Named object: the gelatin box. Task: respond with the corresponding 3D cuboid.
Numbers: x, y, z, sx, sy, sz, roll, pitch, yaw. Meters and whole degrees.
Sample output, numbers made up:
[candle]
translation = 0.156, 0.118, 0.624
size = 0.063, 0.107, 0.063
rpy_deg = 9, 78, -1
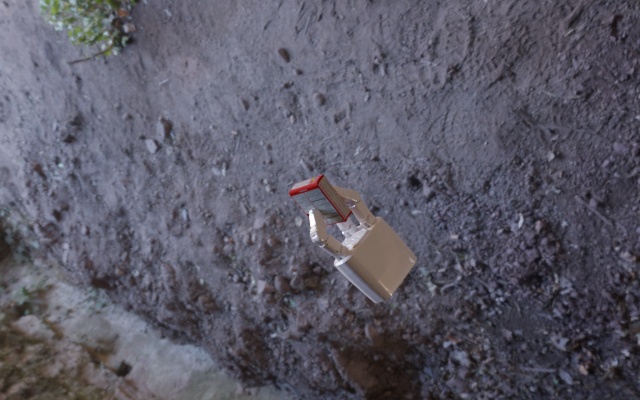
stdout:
[gelatin box]
translation = 0.000, 0.003, 0.822
size = 0.073, 0.089, 0.030
rpy_deg = -15, 32, 45
